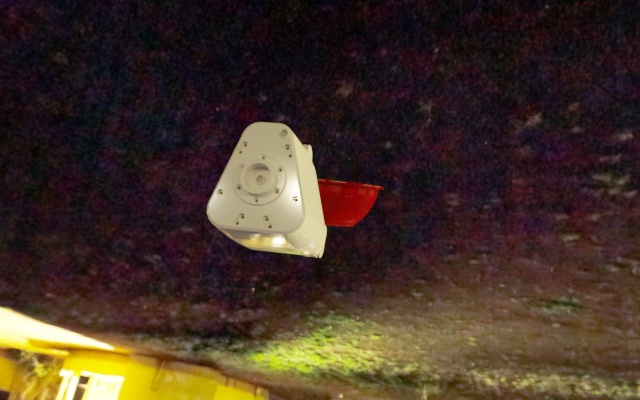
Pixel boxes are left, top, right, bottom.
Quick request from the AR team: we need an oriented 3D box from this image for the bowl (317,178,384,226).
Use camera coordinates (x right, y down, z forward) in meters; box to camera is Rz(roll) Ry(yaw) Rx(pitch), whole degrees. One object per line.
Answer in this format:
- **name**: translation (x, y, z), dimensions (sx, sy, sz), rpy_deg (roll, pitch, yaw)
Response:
- **bowl**: translation (0.001, 0.003, 0.628), dimensions (0.162, 0.055, 0.162), rpy_deg (5, 0, 0)
